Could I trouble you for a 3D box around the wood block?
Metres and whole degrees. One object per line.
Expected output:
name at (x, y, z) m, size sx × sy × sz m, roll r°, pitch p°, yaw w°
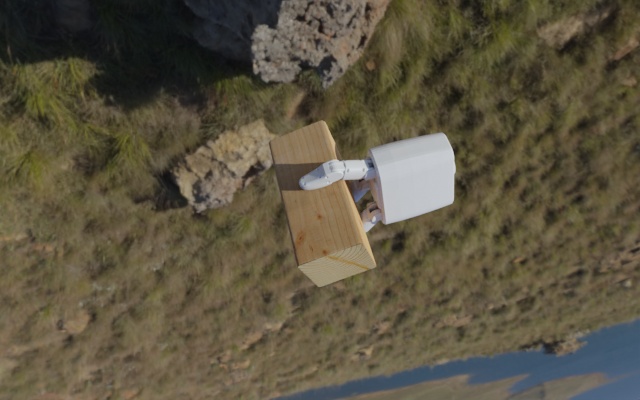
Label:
wood block at (0.000, 0.002, 0.678) m, size 0.090 × 0.206 × 0.091 m, roll -21°, pitch -31°, yaw 8°
